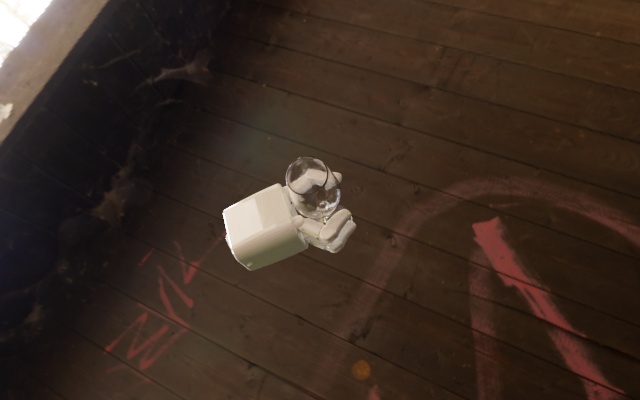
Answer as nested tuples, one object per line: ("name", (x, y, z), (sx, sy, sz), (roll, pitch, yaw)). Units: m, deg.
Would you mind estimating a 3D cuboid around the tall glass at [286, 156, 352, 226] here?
("tall glass", (0.000, 0.003, 0.764), (0.079, 0.079, 0.201), (0, -23, 12))
